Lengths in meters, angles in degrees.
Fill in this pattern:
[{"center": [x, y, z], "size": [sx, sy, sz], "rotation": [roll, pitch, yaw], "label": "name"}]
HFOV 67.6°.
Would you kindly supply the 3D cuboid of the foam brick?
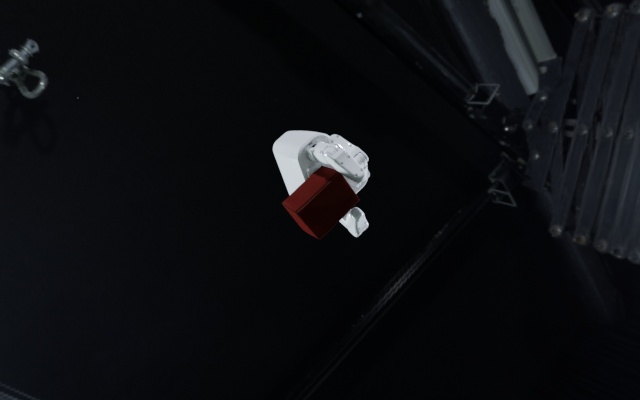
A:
[{"center": [0.000, 0.002, 0.617], "size": [0.078, 0.053, 0.051], "rotation": [-43, 28, -13], "label": "foam brick"}]
